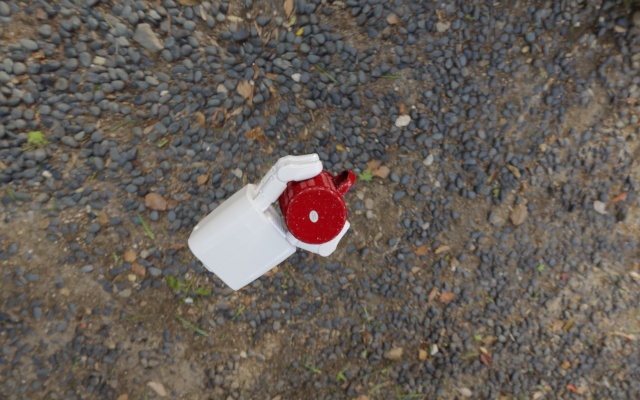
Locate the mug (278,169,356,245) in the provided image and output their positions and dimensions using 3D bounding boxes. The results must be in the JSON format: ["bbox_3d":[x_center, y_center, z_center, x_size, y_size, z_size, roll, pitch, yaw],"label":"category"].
[{"bbox_3d":[0.001,0.001,0.643,0.117,0.093,0.081,-37,17,6],"label":"mug"}]
